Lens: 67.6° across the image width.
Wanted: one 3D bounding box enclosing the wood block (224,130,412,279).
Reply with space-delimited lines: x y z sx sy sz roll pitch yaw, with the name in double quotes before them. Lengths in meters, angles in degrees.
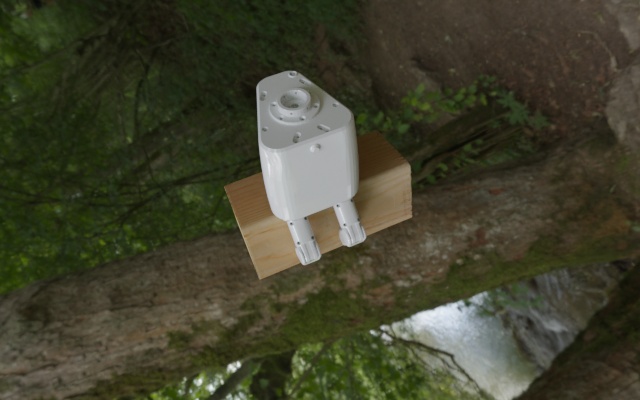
"wood block" 0.000 0.002 0.590 0.206 0.090 0.090 -21 42 -10
